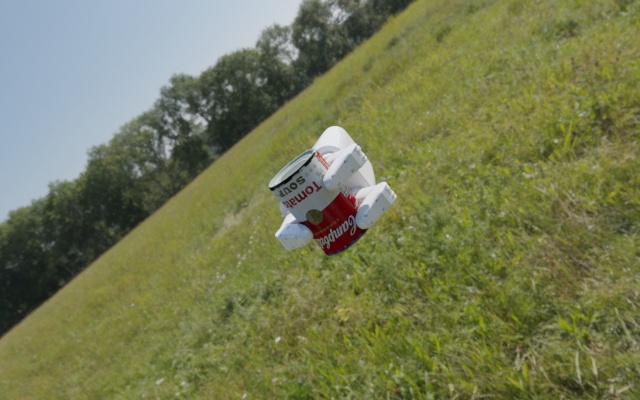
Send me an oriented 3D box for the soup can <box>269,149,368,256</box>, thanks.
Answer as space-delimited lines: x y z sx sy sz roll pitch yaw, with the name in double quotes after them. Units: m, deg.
0.000 0.002 0.528 0.068 0.102 0.068 -37 16 12 "soup can"
